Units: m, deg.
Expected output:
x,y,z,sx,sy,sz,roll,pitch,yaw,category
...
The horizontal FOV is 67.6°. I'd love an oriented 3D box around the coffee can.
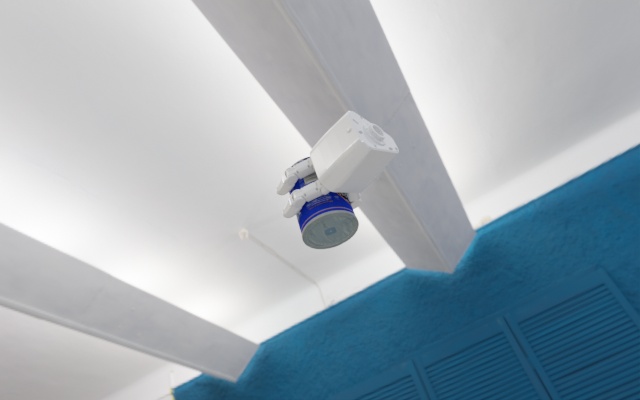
x,y,z,sx,sy,sz,roll,pitch,yaw,category
0.000,0.003,0.871,0.103,0.140,0.103,-12,-38,-10,coffee can
